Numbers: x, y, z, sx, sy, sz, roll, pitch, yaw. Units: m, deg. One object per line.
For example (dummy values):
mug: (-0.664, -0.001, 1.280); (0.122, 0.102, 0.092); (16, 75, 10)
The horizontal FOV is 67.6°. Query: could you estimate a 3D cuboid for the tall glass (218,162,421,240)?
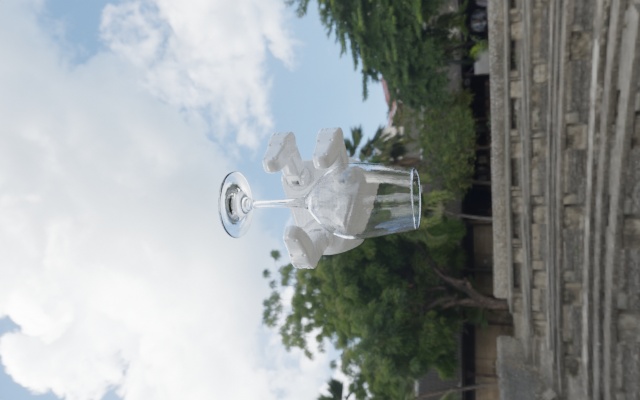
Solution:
tall glass: (-0.001, 0.002, 0.496); (0.201, 0.079, 0.079); (-2, -1, 20)
